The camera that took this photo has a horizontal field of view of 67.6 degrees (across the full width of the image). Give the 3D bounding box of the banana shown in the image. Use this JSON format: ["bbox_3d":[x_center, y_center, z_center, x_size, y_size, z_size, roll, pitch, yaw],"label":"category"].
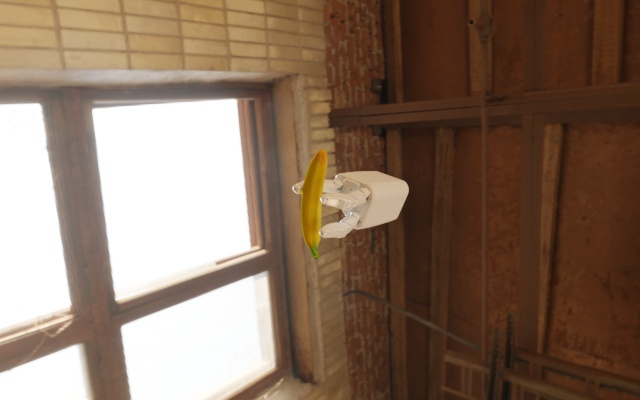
[{"bbox_3d":[-0.009,0.003,0.875,0.037,0.198,0.069,-5,13,-30],"label":"banana"}]
